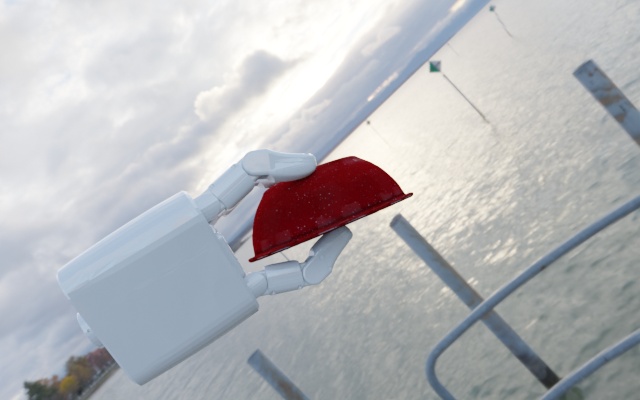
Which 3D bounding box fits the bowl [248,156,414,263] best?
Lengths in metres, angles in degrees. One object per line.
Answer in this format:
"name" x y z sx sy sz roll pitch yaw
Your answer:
"bowl" 0.001 0.001 0.439 0.162 0.055 0.162 -22 -3 -1
